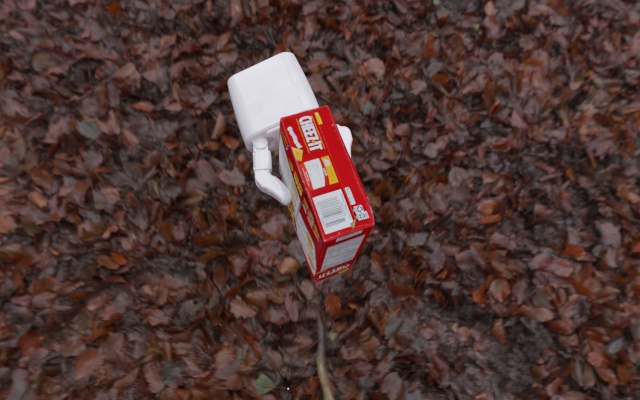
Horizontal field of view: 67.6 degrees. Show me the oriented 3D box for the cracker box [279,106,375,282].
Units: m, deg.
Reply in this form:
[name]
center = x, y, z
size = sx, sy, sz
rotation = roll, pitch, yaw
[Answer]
[cracker box]
center = 0.000, 0.002, 0.642
size = 0.072, 0.164, 0.214
rotation = -17, -19, -10
